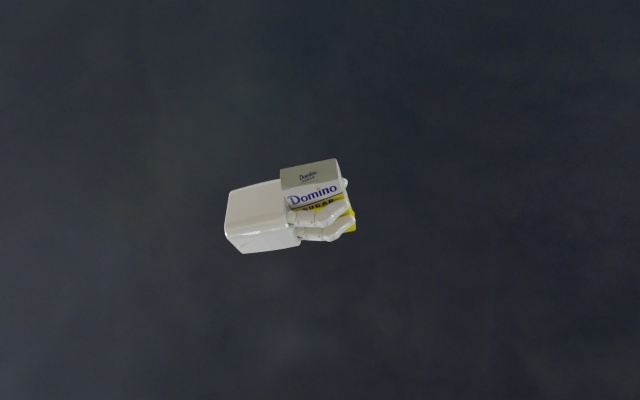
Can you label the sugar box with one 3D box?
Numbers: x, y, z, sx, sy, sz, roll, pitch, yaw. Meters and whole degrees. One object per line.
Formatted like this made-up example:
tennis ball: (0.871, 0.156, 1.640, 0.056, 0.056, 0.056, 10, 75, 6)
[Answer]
sugar box: (0.000, 0.003, 0.803, 0.093, 0.048, 0.176, -11, -29, 8)
